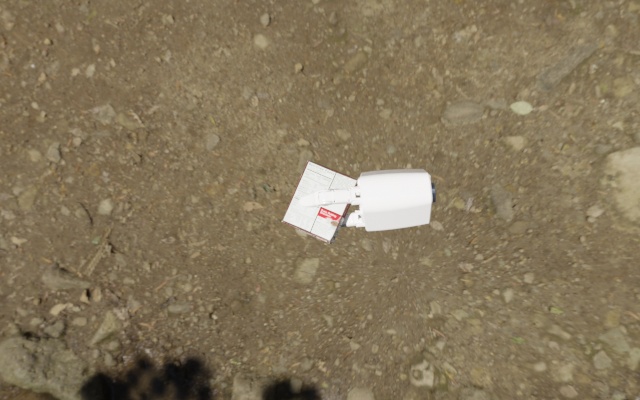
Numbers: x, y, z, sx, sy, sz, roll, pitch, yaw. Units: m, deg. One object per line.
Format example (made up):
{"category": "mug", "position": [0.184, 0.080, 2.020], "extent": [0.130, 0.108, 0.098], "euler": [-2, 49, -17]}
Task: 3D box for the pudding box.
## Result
{"category": "pudding box", "position": [0.000, 0.003, 0.777], "extent": [0.090, 0.113, 0.039], "euler": [23, -5, 10]}
